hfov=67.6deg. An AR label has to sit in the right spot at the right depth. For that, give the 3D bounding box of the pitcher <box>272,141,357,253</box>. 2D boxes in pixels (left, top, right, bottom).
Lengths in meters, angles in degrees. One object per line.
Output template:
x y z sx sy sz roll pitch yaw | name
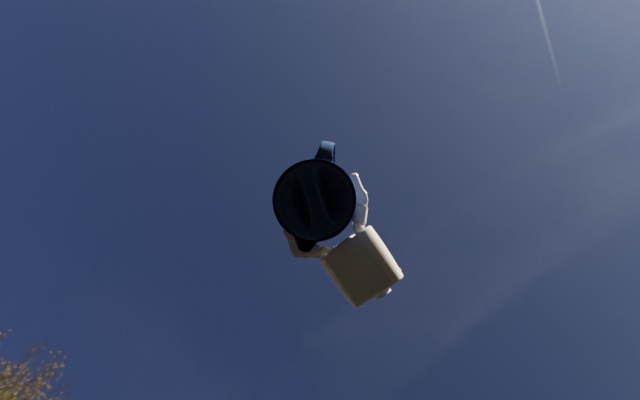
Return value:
0.000 0.003 0.865 0.149 0.145 0.243 -35 -8 -1 | pitcher
